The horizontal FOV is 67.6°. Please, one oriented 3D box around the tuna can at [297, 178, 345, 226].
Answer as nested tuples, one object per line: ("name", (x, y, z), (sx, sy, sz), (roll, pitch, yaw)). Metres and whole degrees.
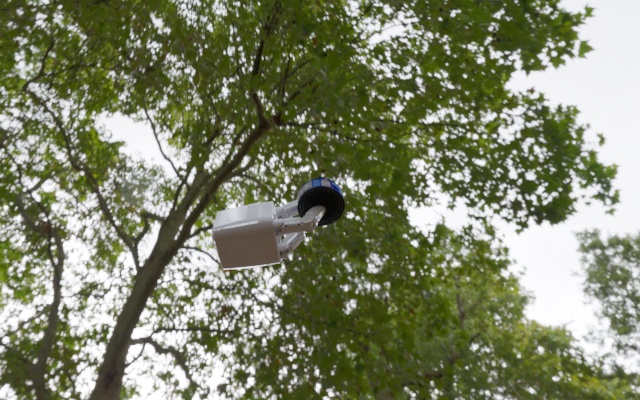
("tuna can", (0.000, 0.003, 0.864), (0.086, 0.086, 0.033), (0, 34, -6))
